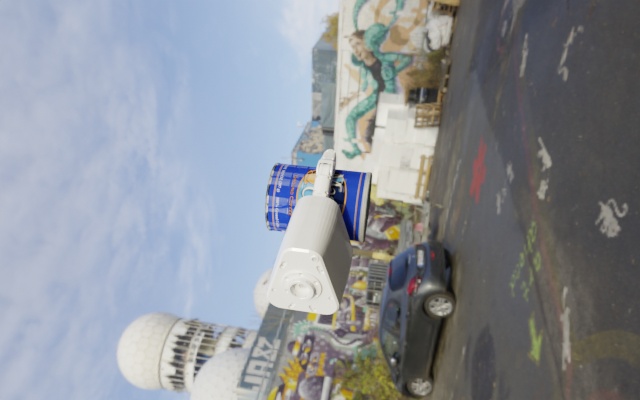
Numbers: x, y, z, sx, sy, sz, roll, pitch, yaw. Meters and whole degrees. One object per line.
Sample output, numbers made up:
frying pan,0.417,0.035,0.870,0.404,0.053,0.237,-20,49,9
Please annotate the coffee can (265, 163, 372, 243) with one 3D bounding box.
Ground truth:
coffee can,0.000,0.002,0.700,0.140,0.103,0.103,7,1,8
